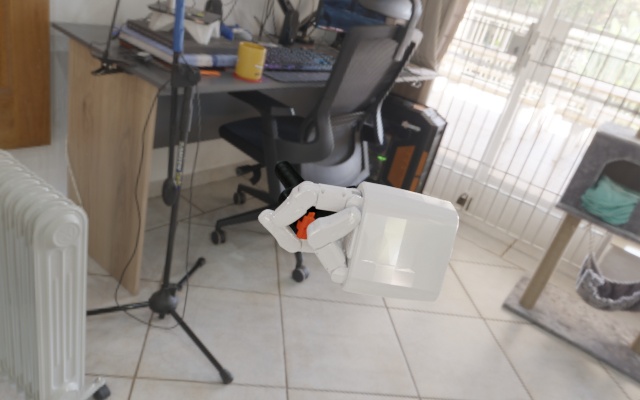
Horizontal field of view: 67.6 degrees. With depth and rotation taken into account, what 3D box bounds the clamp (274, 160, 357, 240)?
[{"bbox_3d":[0.000,0.001,0.589,0.120,0.039,0.171,11,26,-9],"label":"clamp"}]
